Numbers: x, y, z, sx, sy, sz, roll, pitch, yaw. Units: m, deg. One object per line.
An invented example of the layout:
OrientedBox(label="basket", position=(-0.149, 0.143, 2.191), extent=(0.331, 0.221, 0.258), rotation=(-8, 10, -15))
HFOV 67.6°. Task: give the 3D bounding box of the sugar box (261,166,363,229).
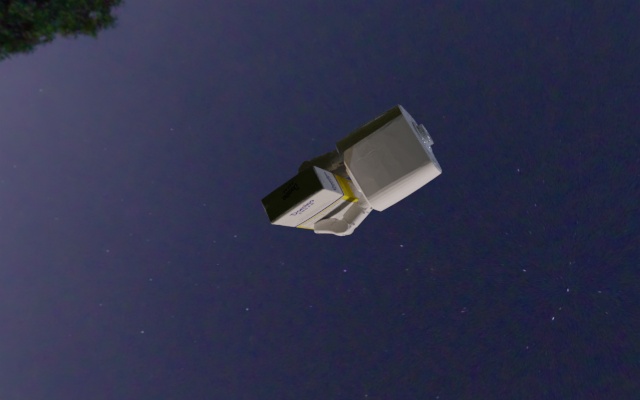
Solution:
OrientedBox(label="sugar box", position=(0.000, 0.002, 0.705), extent=(0.093, 0.048, 0.176), rotation=(-33, -22, 19))
